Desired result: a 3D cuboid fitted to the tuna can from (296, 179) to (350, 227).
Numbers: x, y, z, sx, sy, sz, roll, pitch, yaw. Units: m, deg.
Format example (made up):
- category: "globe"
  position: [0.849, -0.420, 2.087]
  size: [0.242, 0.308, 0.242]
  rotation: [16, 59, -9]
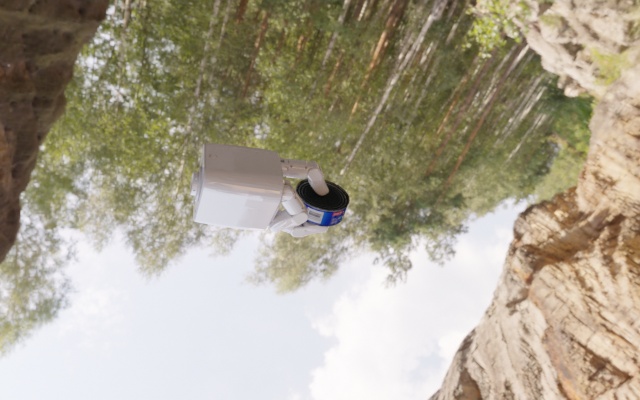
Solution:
- category: "tuna can"
  position: [0.000, 0.003, 0.747]
  size: [0.086, 0.034, 0.086]
  rotation: [12, 33, -8]
